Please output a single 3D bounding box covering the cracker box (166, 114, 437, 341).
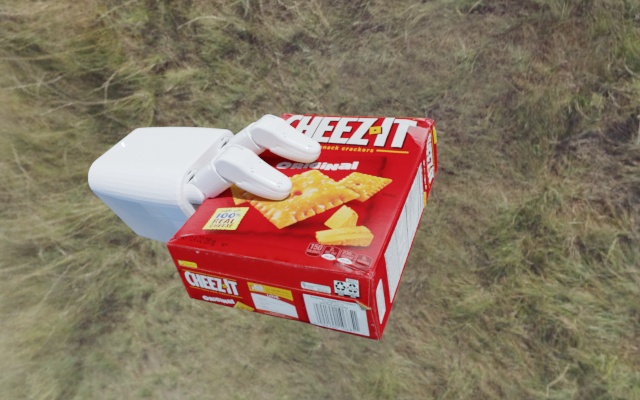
[{"bbox_3d":[0.000,0.002,0.417,0.164,0.072,0.213,7,40,22],"label":"cracker box"}]
